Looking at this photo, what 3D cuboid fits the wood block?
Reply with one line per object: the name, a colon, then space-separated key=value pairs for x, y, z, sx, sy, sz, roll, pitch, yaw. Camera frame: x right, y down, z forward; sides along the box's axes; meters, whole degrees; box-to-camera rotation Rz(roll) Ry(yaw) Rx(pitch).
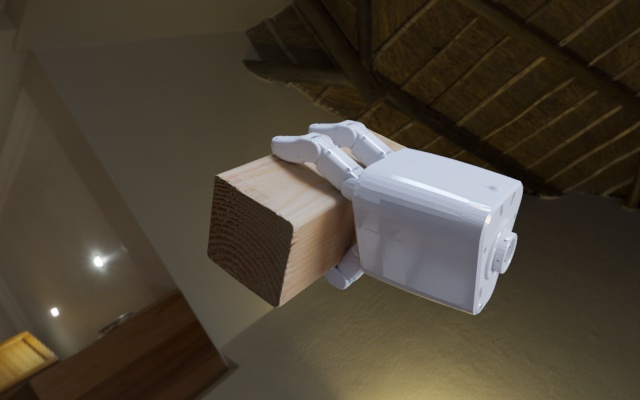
wood block: x=0.000 y=0.002 z=0.466 sx=0.090 sy=0.091 sz=0.206 roll=31 pitch=35 yaw=26
